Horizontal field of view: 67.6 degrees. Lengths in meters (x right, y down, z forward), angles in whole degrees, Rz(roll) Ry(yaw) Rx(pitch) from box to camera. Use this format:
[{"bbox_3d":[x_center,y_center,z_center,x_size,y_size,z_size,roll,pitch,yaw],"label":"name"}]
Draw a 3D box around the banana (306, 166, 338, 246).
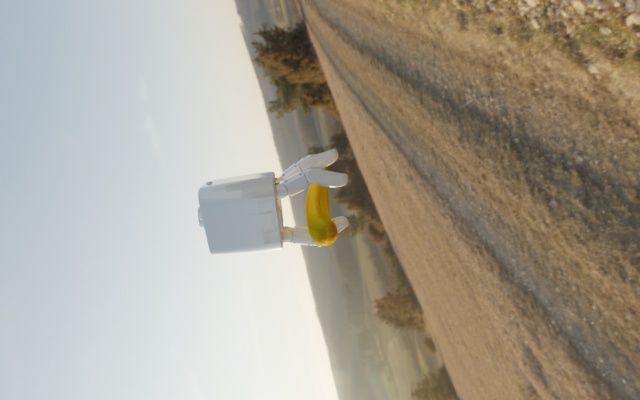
[{"bbox_3d":[-0.001,0.017,0.676,0.037,0.070,0.197,0,30,-5],"label":"banana"}]
